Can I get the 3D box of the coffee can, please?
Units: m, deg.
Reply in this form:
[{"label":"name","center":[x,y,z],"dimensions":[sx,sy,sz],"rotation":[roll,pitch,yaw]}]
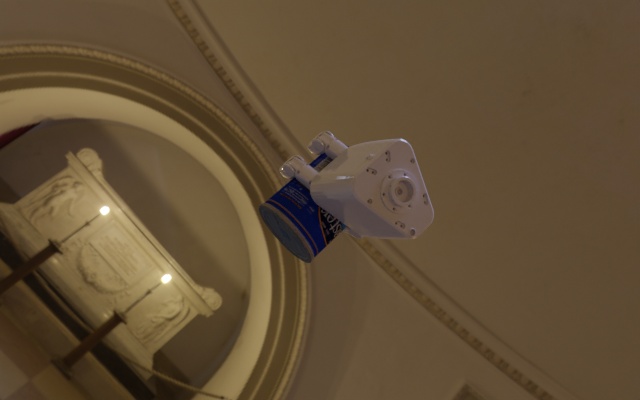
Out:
[{"label":"coffee can","center":[0.000,0.002,0.663],"dimensions":[0.140,0.103,0.103],"rotation":[-42,16,-19]}]
